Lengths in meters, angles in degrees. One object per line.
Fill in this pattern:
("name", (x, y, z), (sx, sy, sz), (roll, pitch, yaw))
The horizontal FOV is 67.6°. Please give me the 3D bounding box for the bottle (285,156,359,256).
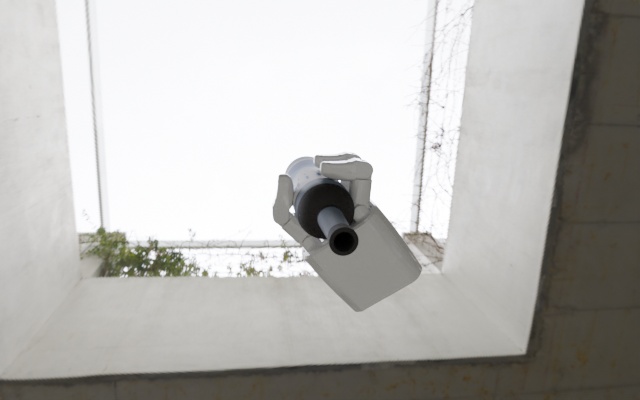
("bottle", (0.000, 0.002, 0.573), (0.069, 0.069, 0.295), (0, 14, -9))
